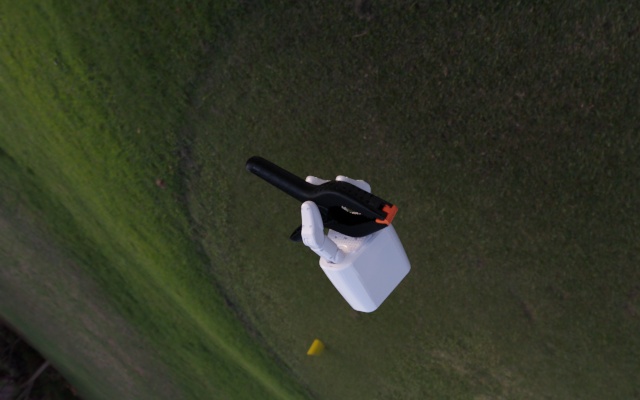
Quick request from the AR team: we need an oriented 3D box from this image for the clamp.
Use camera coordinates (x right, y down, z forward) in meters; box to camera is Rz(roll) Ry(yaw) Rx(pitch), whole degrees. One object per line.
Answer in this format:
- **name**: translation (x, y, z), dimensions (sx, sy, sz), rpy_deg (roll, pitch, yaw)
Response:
- **clamp**: translation (0.000, 0.003, 0.640), dimensions (0.210, 0.036, 0.165), rpy_deg (1, -44, 41)
